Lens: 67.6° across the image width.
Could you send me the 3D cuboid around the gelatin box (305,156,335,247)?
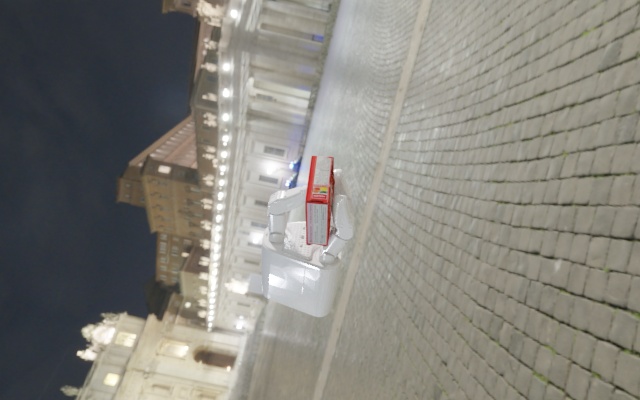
[{"bbox_3d":[0.000,0.002,0.581,0.030,0.073,0.089,4,-39,4],"label":"gelatin box"}]
